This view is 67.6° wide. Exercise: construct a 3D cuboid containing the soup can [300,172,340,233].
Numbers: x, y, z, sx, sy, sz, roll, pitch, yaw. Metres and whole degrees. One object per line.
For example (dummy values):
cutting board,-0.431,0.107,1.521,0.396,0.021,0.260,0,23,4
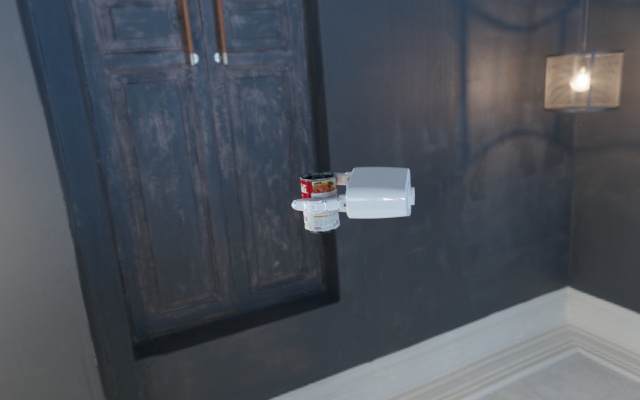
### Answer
soup can,0.000,0.003,0.895,0.068,0.102,0.068,-4,15,1
